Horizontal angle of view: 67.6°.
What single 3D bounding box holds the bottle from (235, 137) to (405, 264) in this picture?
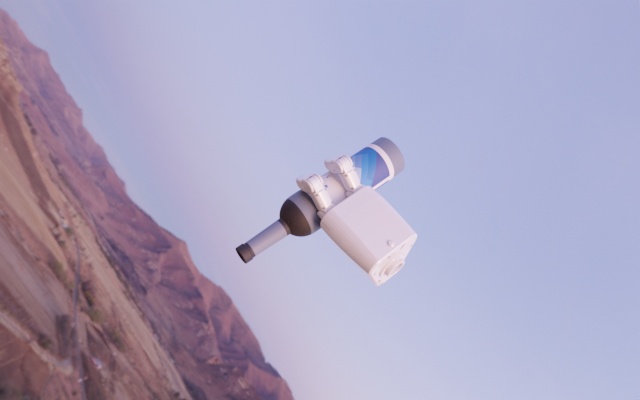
[{"bbox_3d":[0.000,0.002,0.734,0.295,0.069,0.069,-34,13,-19],"label":"bottle"}]
